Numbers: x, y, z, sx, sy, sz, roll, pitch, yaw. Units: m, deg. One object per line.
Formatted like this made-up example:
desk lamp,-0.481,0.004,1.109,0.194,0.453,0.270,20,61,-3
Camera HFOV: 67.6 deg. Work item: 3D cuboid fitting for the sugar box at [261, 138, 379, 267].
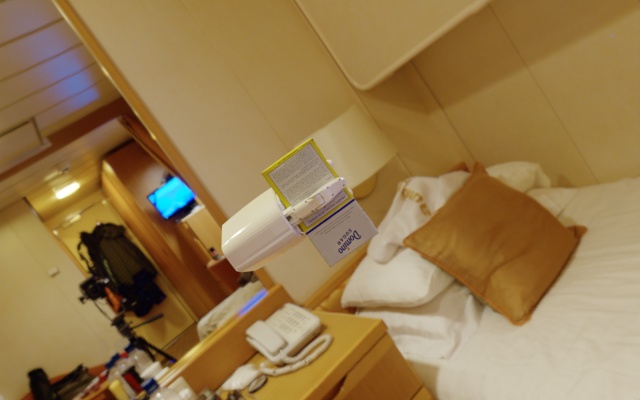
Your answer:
sugar box,0.000,0.002,0.725,0.093,0.176,0.048,-35,7,3
